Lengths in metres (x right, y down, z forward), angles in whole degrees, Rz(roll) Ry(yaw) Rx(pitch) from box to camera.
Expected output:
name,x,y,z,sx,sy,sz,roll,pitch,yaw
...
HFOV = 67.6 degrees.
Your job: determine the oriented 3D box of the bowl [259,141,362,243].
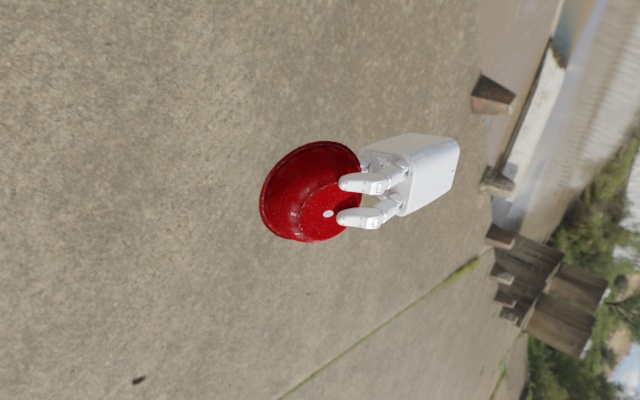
name,x,y,z,sx,sy,sz,roll,pitch,yaw
bowl,-0.001,0.003,0.652,0.162,0.162,0.055,0,32,-32
